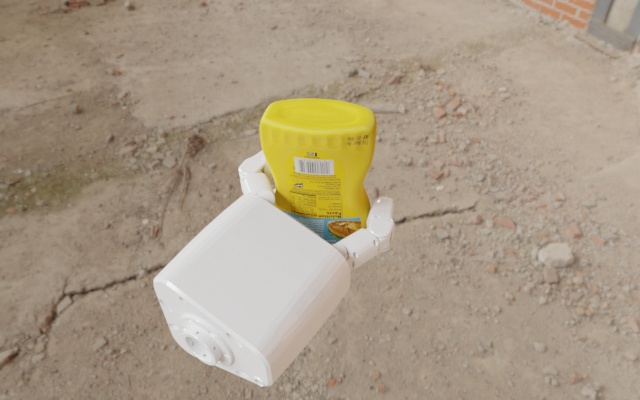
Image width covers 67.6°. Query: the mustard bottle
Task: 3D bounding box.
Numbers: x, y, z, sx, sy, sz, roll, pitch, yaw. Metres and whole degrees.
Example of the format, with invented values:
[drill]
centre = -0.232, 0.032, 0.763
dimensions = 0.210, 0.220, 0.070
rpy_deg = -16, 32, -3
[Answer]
[mustard bottle]
centre = 0.000, 0.001, 0.451
dimensions = 0.096, 0.192, 0.058
rpy_deg = 5, 41, 7
